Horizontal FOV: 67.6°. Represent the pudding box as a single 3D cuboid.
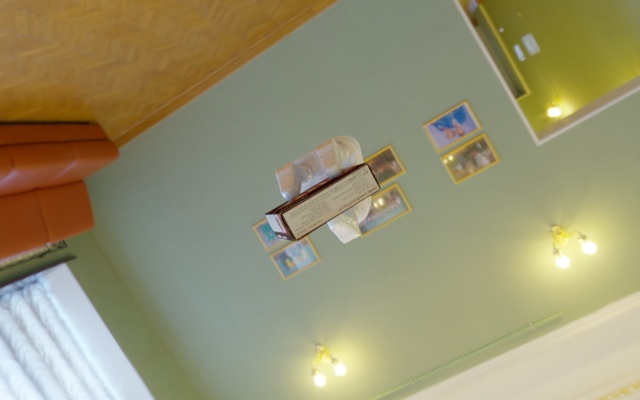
[{"bbox_3d":[0.000,0.002,0.530,0.113,0.039,0.090,-33,6,-15],"label":"pudding box"}]
